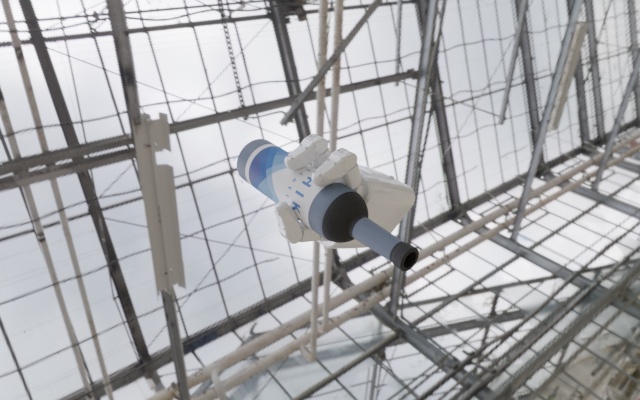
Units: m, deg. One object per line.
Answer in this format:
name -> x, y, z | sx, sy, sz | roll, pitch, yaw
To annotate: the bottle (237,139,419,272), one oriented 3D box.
bottle -> 0.000, 0.002, 0.585 | 0.069, 0.069, 0.295 | 0, 24, -43
